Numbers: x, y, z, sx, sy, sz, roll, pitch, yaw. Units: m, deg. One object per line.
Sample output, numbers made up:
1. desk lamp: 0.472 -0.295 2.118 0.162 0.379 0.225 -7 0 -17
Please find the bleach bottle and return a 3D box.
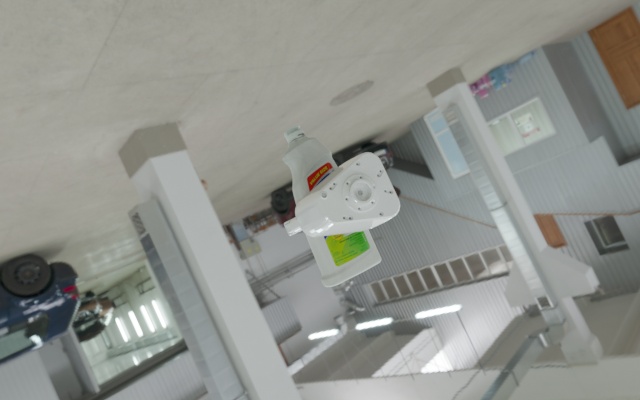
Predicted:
1. bleach bottle: 0.000 0.002 0.758 0.102 0.251 0.068 -24 -3 -20
